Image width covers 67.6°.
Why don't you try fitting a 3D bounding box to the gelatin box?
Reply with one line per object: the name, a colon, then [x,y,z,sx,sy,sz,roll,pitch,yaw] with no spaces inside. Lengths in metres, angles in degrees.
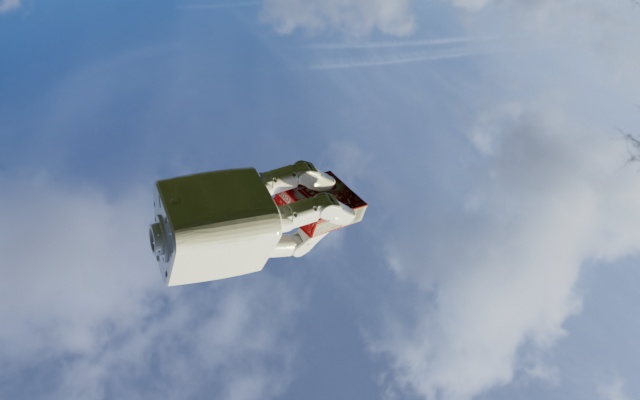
gelatin box: [0.000,0.002,0.569,0.089,0.030,0.073,-16,48,-41]
